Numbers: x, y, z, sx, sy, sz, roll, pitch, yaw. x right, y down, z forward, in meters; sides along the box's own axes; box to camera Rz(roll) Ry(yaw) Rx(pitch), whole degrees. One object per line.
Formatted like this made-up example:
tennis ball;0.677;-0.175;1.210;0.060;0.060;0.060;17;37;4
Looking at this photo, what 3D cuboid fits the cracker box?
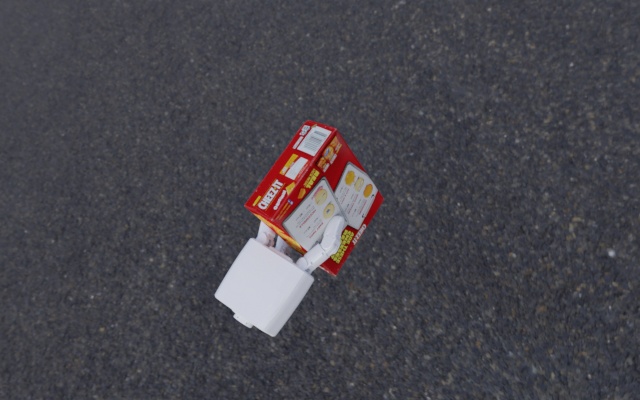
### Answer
cracker box;0.000;0.002;0.759;0.072;0.164;0.214;25;-14;37
